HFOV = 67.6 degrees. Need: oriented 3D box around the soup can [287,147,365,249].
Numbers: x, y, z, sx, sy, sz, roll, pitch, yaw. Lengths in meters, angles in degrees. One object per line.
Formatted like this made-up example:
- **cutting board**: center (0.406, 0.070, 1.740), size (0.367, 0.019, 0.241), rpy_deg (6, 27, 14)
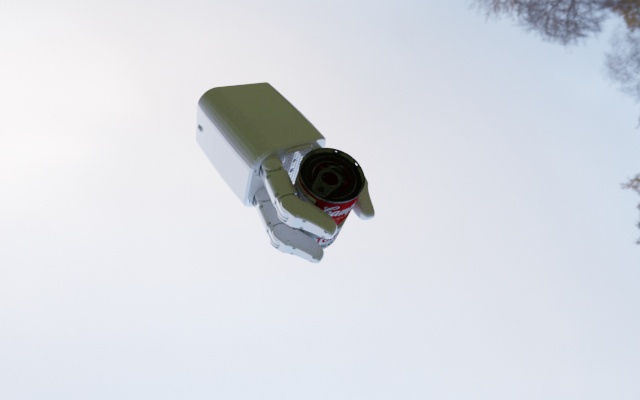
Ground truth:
- **soup can**: center (0.000, 0.002, 0.512), size (0.068, 0.068, 0.102), rpy_deg (0, -34, -16)
